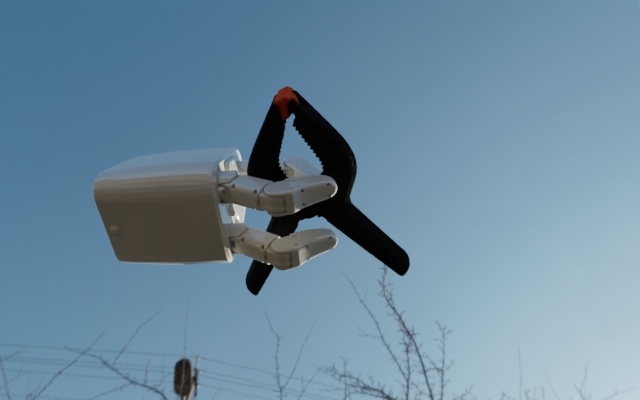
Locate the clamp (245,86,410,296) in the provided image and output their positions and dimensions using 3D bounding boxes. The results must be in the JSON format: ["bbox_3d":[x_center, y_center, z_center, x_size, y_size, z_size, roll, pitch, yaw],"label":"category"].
[{"bbox_3d":[0.000,0.001,0.432,0.164,0.210,0.036,-4,33,2],"label":"clamp"}]
